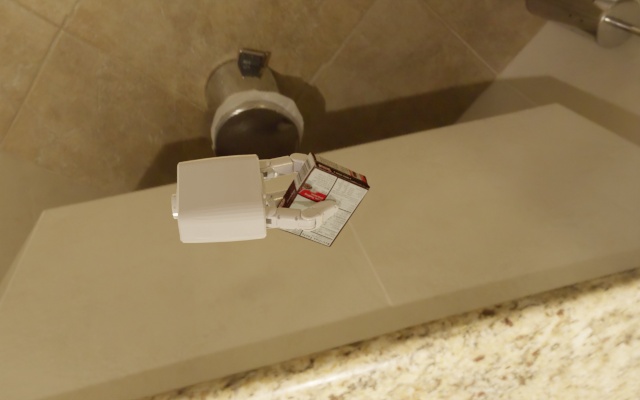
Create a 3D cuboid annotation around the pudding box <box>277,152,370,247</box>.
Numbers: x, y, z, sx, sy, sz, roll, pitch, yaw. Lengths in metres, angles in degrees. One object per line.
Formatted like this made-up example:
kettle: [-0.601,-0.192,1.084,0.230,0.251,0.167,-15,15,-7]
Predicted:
pudding box: [0.000,0.002,0.654,0.090,0.113,0.039,21,29,-24]
